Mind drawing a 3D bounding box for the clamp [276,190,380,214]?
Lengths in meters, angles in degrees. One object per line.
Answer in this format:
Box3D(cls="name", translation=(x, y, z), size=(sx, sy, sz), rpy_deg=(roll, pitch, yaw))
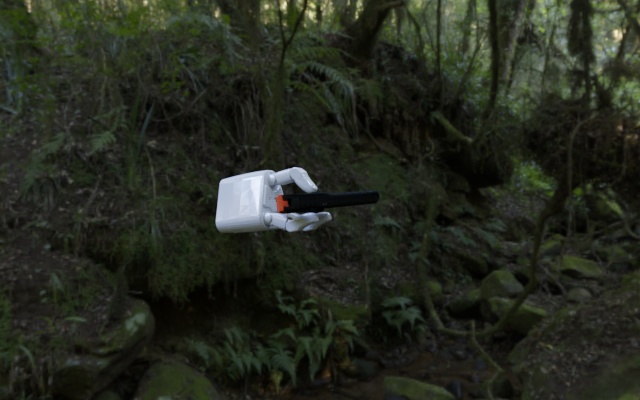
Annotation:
Box3D(cls="clamp", translation=(0.000, 0.002, 0.842), size=(0.164, 0.036, 0.210), rpy_deg=(-11, -5, 26))
